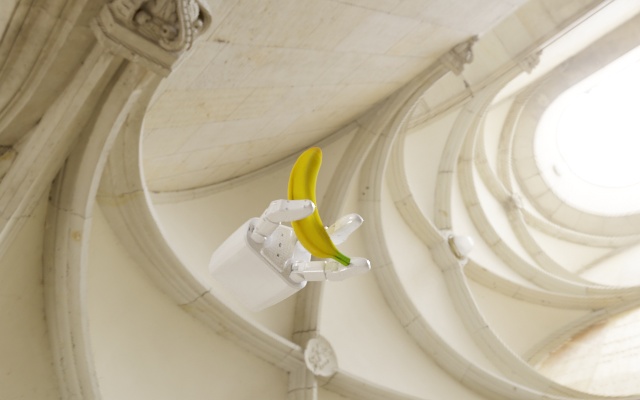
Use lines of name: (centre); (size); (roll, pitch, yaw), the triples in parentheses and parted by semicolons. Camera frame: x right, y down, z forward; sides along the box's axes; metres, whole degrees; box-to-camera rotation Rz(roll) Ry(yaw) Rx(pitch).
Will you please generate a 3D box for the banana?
banana: (-0.014, 0.001, 0.651); (0.069, 0.197, 0.037); (14, -40, -37)
